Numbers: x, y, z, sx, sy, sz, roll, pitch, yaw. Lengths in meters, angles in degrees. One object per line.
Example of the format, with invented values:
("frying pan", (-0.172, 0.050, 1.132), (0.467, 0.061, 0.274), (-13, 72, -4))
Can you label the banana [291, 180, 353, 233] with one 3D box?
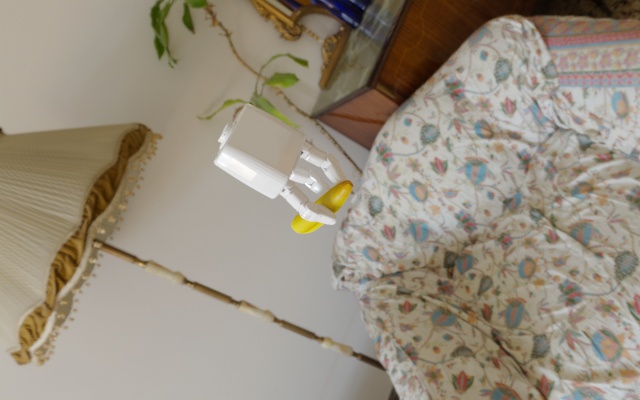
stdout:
("banana", (-0.008, 0.019, 0.804), (0.037, 0.069, 0.198), (31, -25, -14))
